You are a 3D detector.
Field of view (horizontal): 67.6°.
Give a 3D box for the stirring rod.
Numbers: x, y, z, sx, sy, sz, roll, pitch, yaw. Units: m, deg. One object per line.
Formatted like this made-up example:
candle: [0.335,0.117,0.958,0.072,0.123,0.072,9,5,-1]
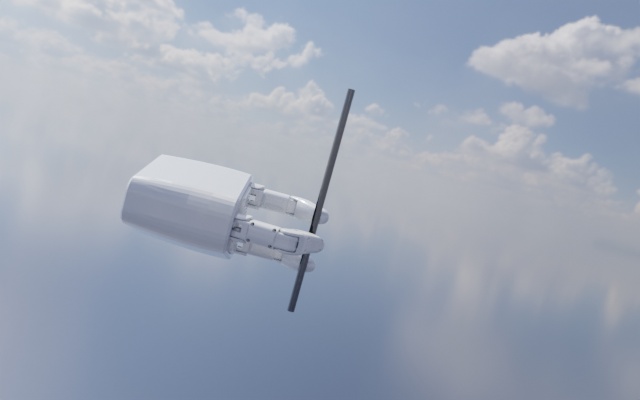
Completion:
stirring rod: [0.000,0.002,0.500,0.011,0.239,0.011,15,4,-1]
